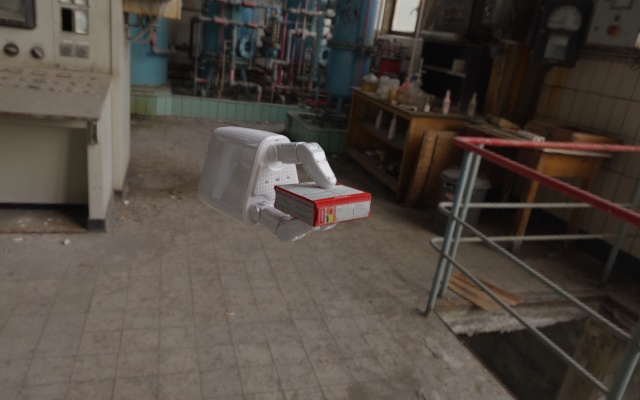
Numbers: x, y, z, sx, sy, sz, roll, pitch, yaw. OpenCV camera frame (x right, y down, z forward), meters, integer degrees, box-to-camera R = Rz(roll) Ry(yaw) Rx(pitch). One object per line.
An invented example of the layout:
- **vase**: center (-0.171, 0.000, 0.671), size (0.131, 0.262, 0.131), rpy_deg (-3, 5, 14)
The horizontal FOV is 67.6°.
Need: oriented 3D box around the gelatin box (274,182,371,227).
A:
- **gelatin box**: center (0.000, 0.001, 0.530), size (0.073, 0.030, 0.089), rpy_deg (-8, 16, -34)
